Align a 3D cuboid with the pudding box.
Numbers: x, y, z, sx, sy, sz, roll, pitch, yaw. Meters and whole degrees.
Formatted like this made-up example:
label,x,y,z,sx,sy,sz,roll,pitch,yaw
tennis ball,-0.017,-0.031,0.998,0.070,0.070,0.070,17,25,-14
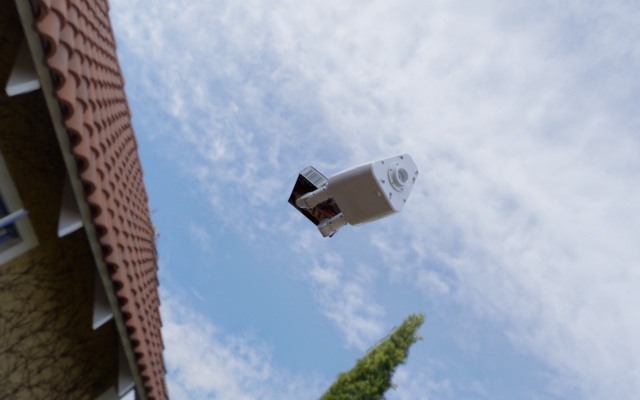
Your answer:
label,x,y,z,sx,sy,sz,roll,pitch,yaw
pudding box,0.000,0.003,0.883,0.039,0.113,0.090,-39,-15,-39
